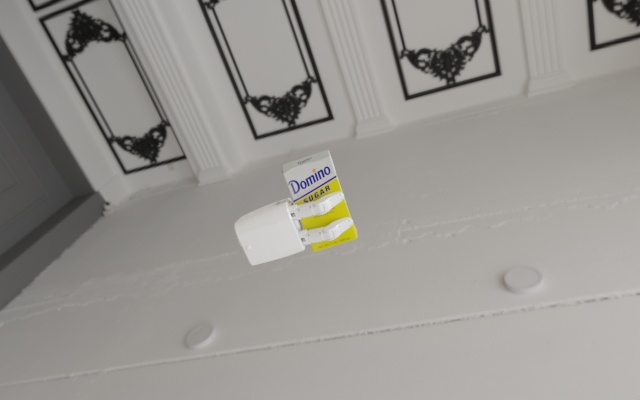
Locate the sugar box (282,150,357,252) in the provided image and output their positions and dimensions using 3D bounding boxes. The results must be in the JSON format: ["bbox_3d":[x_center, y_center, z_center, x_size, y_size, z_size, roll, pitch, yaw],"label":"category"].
[{"bbox_3d":[0.000,0.003,0.895,0.093,0.176,0.048,-19,25,4],"label":"sugar box"}]
